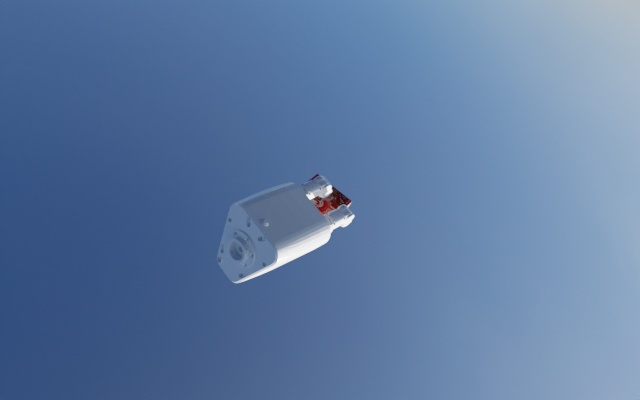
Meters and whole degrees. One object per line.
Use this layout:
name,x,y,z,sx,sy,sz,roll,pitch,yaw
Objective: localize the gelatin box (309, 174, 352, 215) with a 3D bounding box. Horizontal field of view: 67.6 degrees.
gelatin box,0.000,0.003,0.741,0.073,0.030,0.089,39,31,6
